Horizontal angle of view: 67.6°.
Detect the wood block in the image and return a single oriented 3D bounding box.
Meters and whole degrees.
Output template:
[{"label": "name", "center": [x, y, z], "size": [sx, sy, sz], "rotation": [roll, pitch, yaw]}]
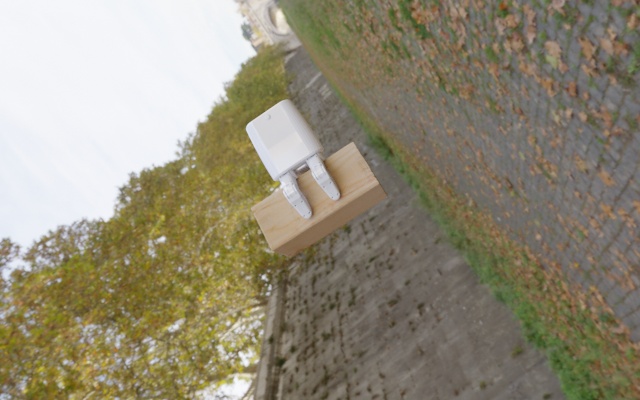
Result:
[{"label": "wood block", "center": [0.000, 0.002, 0.820], "size": [0.206, 0.090, 0.091], "rotation": [-33, -20, 8]}]
